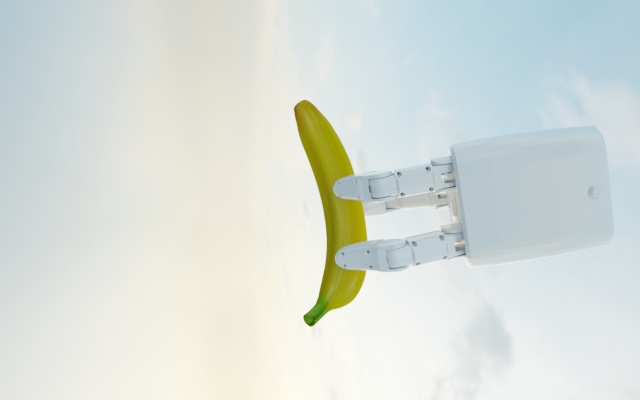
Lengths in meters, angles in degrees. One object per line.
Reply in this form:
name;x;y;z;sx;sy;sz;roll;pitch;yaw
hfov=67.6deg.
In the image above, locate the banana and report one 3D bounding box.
banana;0.011;0.008;0.424;0.037;0.197;0.069;-15;-18;34
